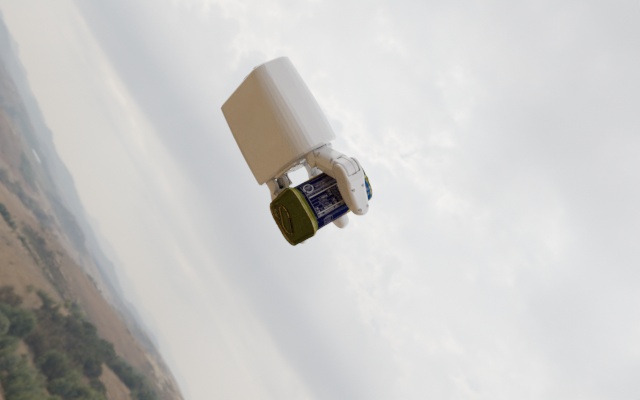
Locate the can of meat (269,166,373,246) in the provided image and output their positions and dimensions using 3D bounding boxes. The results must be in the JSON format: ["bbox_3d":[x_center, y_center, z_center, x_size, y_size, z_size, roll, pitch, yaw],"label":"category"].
[{"bbox_3d":[0.000,0.002,0.533,0.084,0.057,0.102,-29,-3,-24],"label":"can of meat"}]
